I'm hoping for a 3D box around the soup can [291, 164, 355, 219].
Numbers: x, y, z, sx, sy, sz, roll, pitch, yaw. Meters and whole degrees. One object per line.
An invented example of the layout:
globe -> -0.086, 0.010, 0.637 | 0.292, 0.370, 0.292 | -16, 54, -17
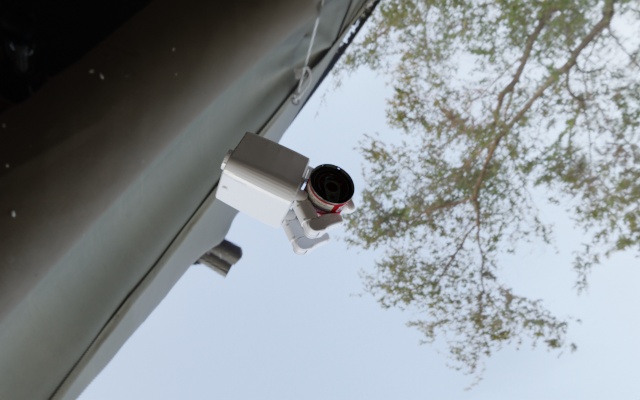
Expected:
soup can -> 0.000, 0.003, 0.709 | 0.068, 0.068, 0.102 | 0, -32, -23
